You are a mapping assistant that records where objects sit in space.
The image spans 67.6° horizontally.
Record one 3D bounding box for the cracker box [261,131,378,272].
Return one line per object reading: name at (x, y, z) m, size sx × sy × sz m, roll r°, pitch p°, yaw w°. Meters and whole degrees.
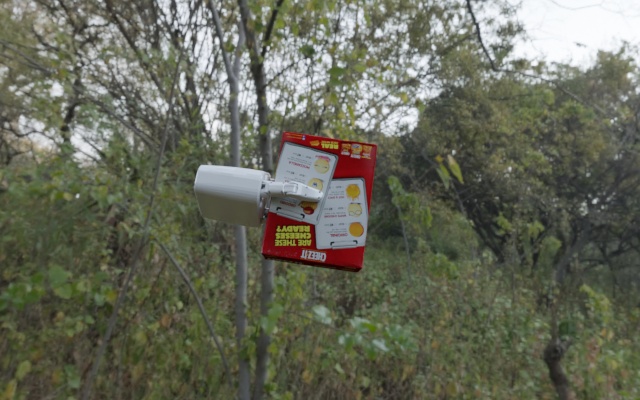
cracker box at (0.000, 0.002, 0.804) m, size 0.164 × 0.213 × 0.072 m, roll 8°, pitch -16°, yaw 1°
